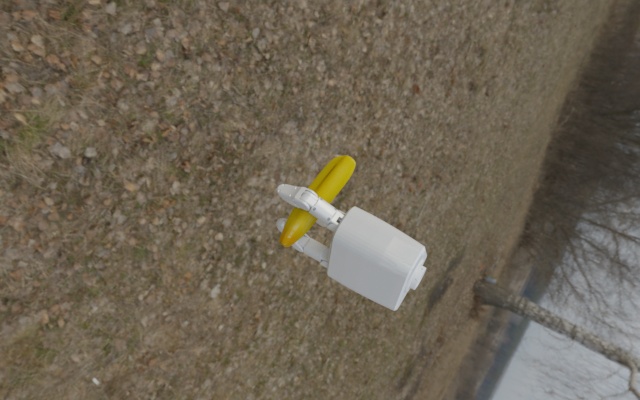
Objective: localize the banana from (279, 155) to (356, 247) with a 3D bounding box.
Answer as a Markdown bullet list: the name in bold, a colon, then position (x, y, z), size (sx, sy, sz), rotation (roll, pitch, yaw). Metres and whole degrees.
- **banana**: position (0.006, -0.012, 0.669), size (0.037, 0.070, 0.197), rotation (30, 45, 10)
